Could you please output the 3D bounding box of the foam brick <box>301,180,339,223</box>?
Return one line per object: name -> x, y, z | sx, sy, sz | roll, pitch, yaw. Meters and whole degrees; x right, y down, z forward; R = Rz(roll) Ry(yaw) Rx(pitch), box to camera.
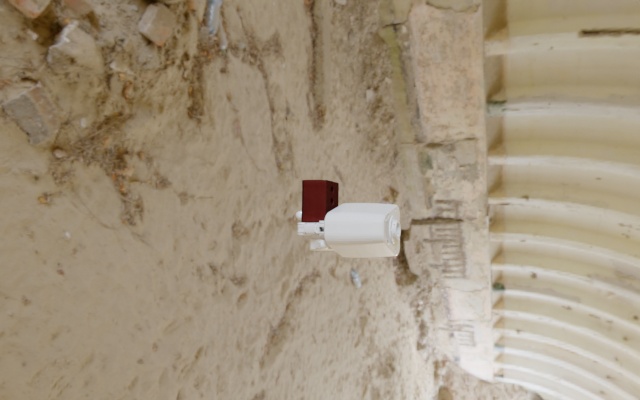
foam brick -> 0.000, 0.003, 0.873 | 0.051, 0.078, 0.053 | -2, -6, 29
